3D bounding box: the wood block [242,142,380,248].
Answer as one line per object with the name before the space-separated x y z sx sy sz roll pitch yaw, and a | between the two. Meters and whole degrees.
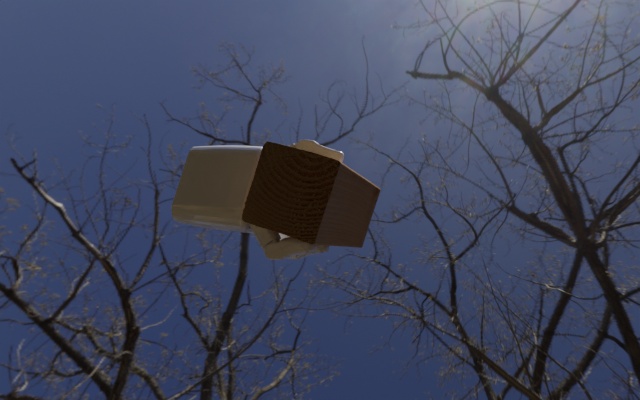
wood block | 0.000 0.002 0.584 0.090 0.091 0.206 17 0 19
